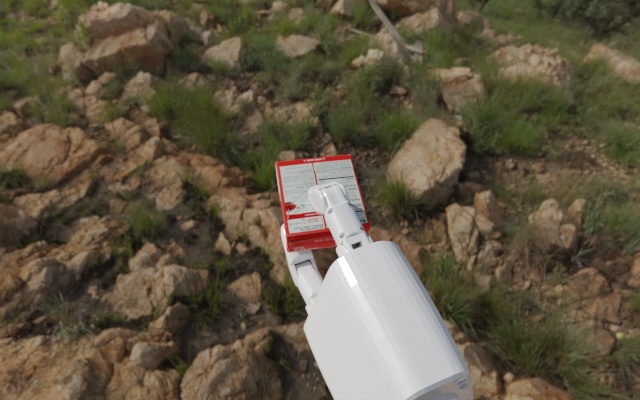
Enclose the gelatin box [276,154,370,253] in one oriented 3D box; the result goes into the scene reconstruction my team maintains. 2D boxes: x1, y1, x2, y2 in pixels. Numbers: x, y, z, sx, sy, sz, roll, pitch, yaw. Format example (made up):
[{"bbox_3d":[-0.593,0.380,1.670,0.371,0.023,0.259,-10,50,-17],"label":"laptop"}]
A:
[{"bbox_3d":[0.000,0.001,0.438,0.073,0.089,0.030,-7,-37,-6],"label":"gelatin box"}]
